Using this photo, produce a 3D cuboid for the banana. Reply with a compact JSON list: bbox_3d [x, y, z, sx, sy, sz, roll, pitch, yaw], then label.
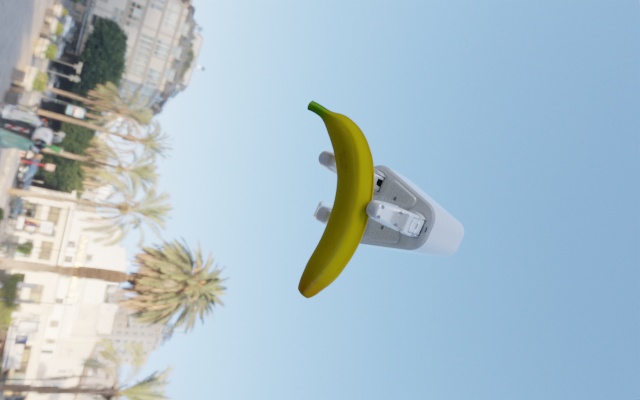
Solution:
[{"bbox_3d":[0.018,-0.002,0.473,0.069,0.197,0.037,0,-11,16],"label":"banana"}]
